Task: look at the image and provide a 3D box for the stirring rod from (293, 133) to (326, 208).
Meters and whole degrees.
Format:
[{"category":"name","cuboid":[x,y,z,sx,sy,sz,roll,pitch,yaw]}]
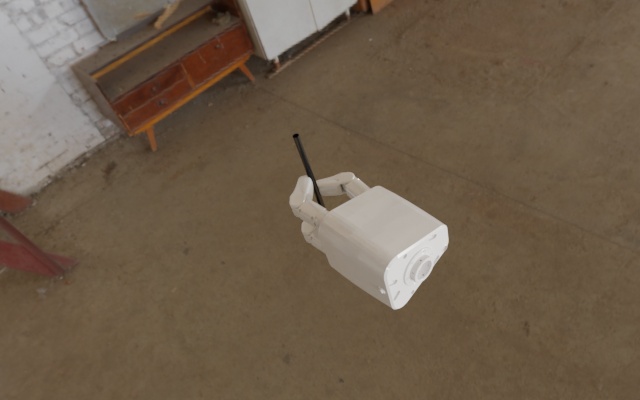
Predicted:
[{"category":"stirring rod","cuboid":[0.000,0.002,0.658,0.011,0.011,0.240,0,-42,19]}]
